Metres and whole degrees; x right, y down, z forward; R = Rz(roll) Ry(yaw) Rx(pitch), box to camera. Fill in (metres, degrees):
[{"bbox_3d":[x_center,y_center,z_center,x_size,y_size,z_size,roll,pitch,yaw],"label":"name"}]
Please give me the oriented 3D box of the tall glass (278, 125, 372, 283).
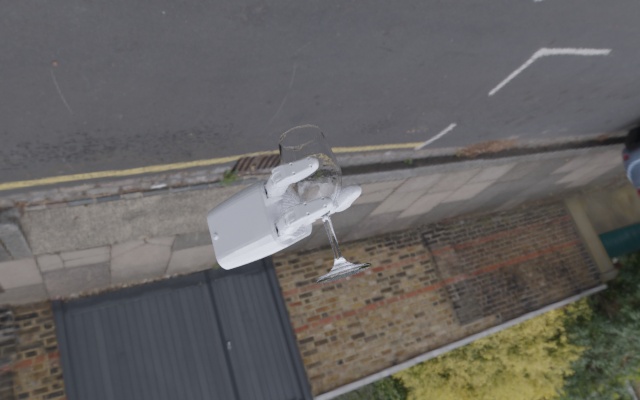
[{"bbox_3d":[0.000,0.003,0.630,0.079,0.201,0.079,-16,-16,-5],"label":"tall glass"}]
